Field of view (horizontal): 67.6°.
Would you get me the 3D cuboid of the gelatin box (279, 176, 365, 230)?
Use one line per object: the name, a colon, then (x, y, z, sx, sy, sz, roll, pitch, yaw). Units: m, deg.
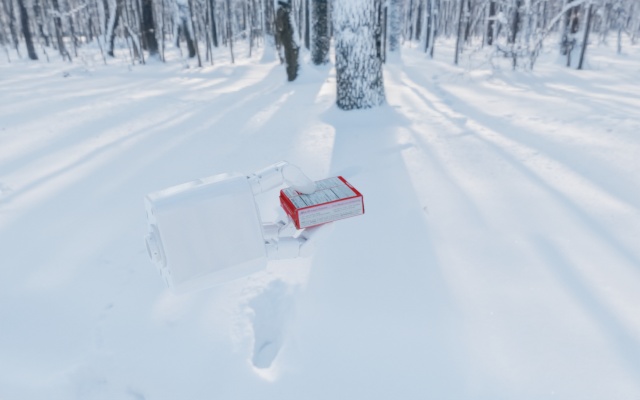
gelatin box: (0.000, 0.001, 0.596, 0.089, 0.030, 0.073, -14, 25, -15)
